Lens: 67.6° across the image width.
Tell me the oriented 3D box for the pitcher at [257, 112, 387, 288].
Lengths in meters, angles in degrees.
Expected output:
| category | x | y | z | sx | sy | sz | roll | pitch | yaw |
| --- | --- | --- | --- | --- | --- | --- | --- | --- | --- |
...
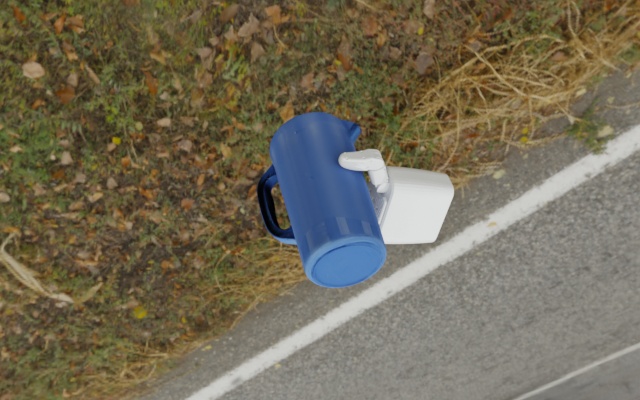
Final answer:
| category | x | y | z | sx | sy | sz | roll | pitch | yaw |
| --- | --- | --- | --- | --- | --- | --- | --- | --- | --- |
| pitcher | 0.000 | 0.002 | 0.680 | 0.145 | 0.242 | 0.149 | 3 | -45 | -19 |
